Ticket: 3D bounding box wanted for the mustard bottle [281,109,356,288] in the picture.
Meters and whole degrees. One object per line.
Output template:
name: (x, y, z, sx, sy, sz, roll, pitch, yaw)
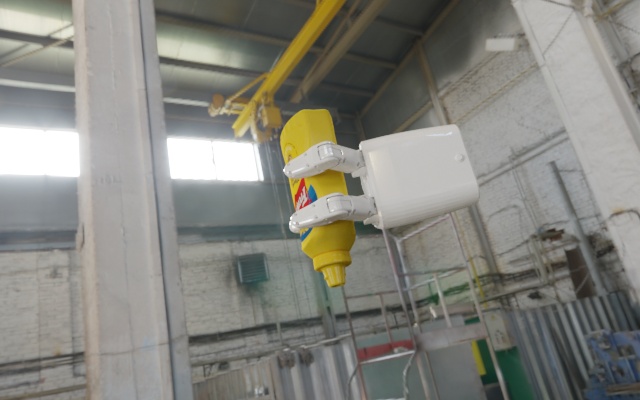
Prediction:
mustard bottle: (0.000, 0.002, 0.535, 0.058, 0.191, 0.096, -4, -21, -21)
